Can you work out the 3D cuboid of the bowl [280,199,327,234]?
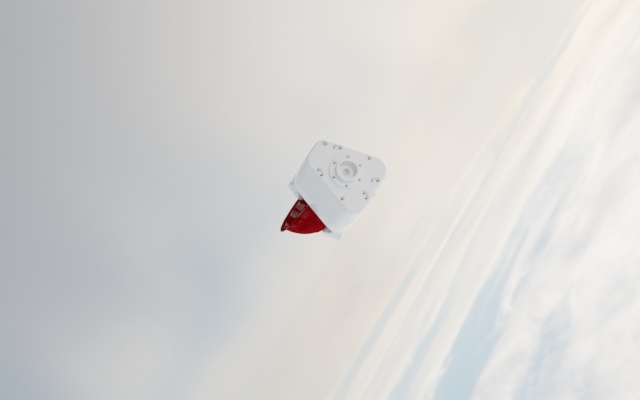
[{"bbox_3d":[0.000,0.003,0.819,0.055,0.162,0.162,37,-7,-9],"label":"bowl"}]
